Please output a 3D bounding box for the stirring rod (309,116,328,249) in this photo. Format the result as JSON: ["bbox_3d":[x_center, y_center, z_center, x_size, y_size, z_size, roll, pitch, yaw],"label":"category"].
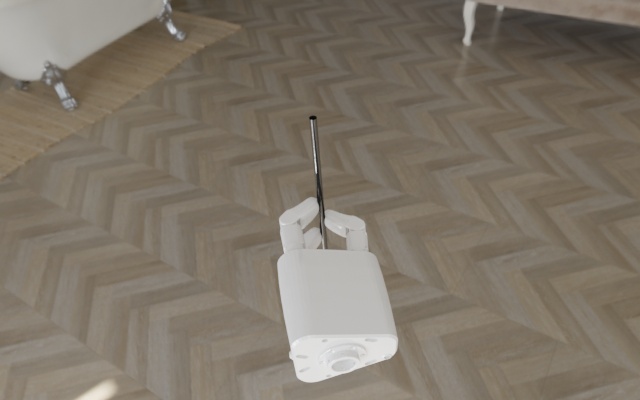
[{"bbox_3d":[0.000,0.002,0.570,0.011,0.240,0.011,-3,44,3],"label":"stirring rod"}]
